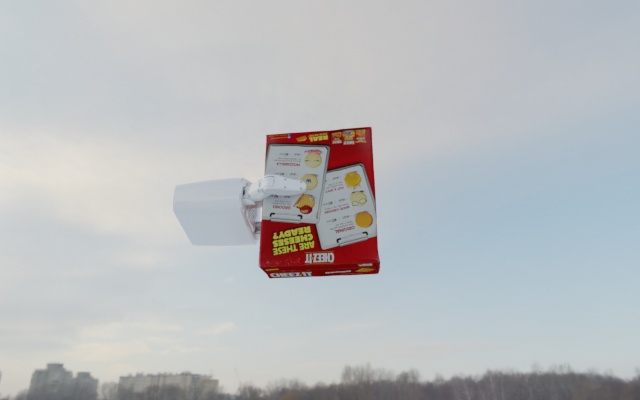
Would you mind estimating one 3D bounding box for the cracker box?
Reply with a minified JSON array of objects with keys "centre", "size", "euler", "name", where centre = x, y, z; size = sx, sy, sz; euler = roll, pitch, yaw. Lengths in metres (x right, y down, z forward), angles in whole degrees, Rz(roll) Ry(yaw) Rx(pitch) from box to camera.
[{"centre":[0.000,0.002,0.704],"size":[0.164,0.213,0.072],"euler":[-3,-25,7],"name":"cracker box"}]
